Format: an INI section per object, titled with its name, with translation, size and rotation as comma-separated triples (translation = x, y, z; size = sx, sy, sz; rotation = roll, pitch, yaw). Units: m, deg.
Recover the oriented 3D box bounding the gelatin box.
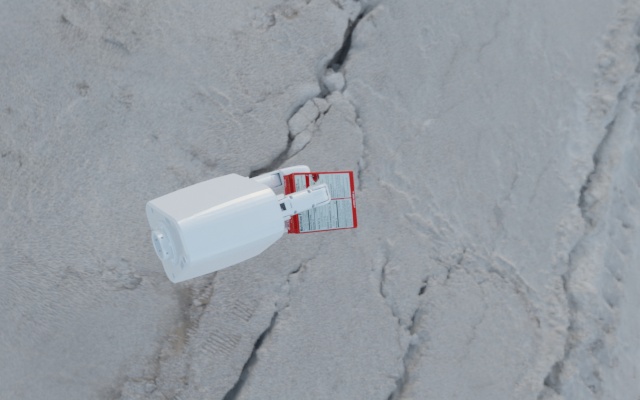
[gelatin box]
translation = 0.001, 0.002, 0.590
size = 0.089, 0.073, 0.030
rotation = -4, -2, -29
